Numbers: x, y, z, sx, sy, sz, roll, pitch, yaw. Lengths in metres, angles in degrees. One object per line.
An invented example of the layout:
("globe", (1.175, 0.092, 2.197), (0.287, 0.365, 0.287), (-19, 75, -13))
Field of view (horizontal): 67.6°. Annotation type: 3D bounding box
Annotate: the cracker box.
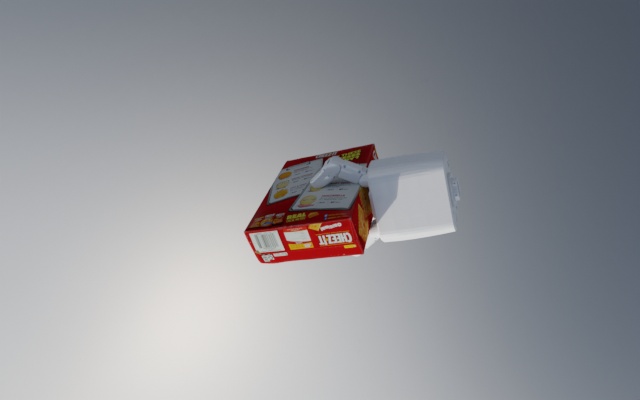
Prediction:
("cracker box", (0.000, 0.002, 0.740), (0.164, 0.072, 0.213), (-9, 30, 21))
